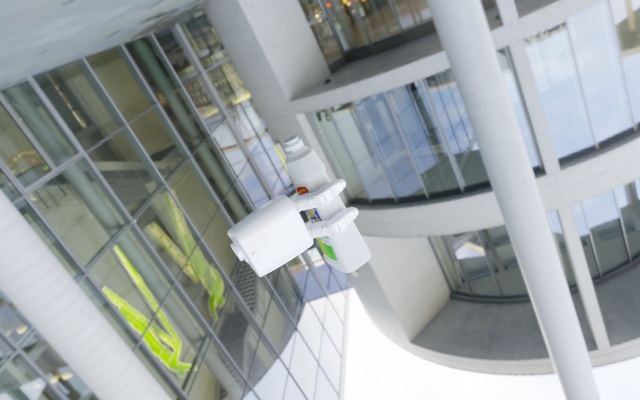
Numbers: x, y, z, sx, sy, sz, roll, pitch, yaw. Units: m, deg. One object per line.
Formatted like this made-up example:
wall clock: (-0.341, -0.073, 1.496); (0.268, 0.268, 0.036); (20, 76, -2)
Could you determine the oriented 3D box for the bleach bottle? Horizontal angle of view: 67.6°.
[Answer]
bleach bottle: (0.000, 0.003, 0.824); (0.068, 0.251, 0.102); (-33, 23, -16)
